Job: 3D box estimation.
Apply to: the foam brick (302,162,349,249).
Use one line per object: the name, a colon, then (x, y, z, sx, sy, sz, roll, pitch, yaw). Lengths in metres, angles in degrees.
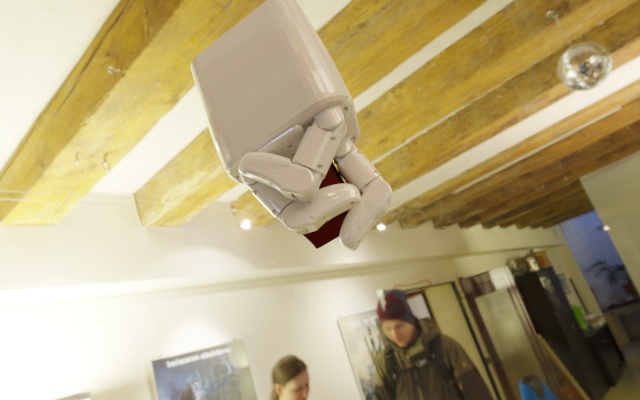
foam brick: (0.000, 0.002, 0.412, 0.053, 0.051, 0.078, -30, -19, 1)
